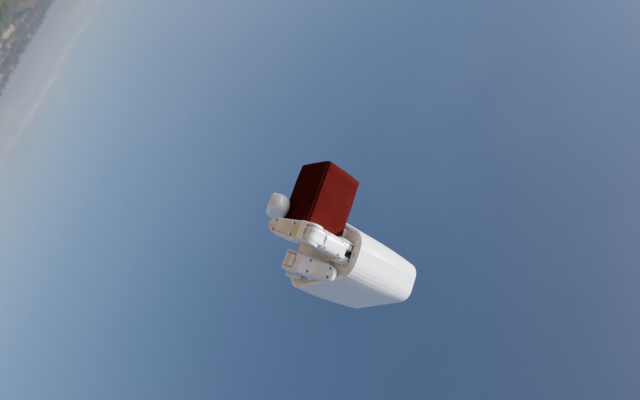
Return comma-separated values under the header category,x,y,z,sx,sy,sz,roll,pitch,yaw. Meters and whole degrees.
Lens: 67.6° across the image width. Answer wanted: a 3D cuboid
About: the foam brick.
category,x,y,z,sx,sy,sz,roll,pitch,yaw
foam brick,0.000,0.001,0.548,0.051,0.078,0.053,29,-17,-33
